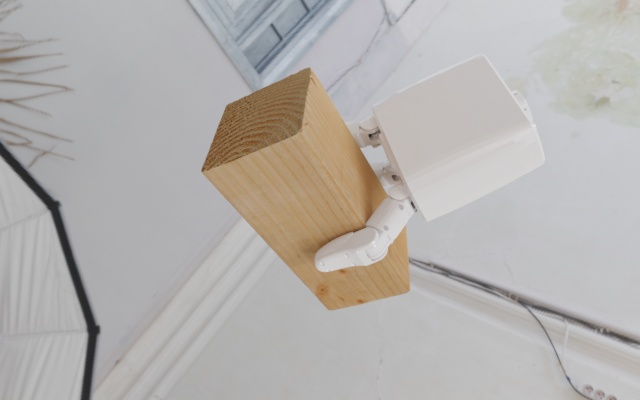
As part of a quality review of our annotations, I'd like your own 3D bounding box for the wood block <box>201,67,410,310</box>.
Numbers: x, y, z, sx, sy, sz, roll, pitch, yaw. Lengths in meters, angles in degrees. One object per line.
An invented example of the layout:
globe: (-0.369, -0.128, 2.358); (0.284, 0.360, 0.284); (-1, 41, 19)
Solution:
wood block: (0.000, 0.002, 0.430); (0.090, 0.090, 0.206); (-18, -50, 23)
